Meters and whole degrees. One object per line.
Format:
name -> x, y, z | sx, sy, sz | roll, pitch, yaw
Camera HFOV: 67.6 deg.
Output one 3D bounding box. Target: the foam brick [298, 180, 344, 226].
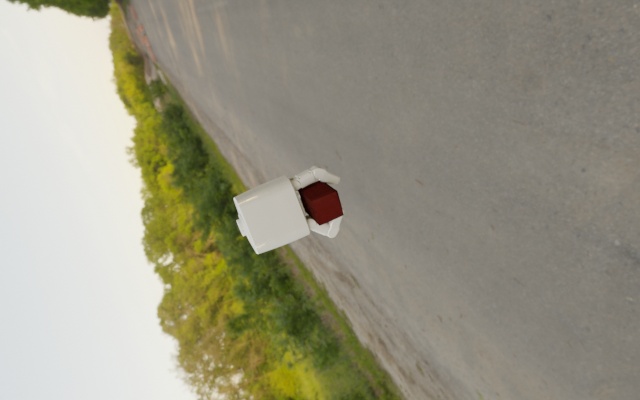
foam brick -> 0.000, 0.003, 0.876 | 0.051, 0.053, 0.078 | -23, 24, -13
